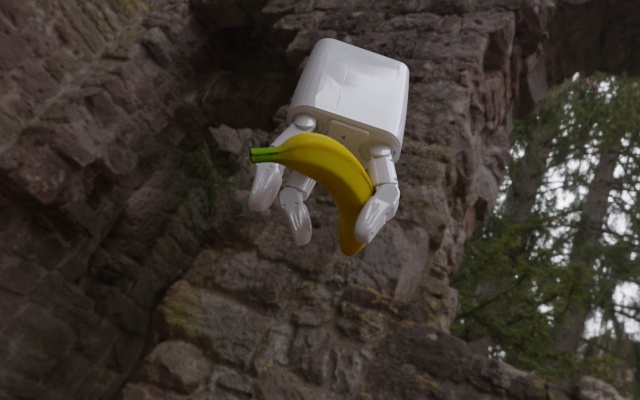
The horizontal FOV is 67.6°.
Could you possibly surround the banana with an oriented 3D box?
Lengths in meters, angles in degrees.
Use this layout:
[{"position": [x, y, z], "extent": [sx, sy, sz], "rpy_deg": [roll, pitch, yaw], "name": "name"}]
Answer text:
[{"position": [0.015, -0.005, 0.439], "extent": [0.069, 0.037, 0.198], "rpy_deg": [-17, -38, 20], "name": "banana"}]
